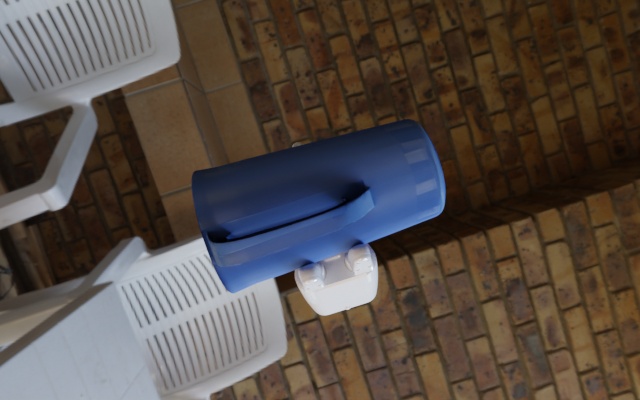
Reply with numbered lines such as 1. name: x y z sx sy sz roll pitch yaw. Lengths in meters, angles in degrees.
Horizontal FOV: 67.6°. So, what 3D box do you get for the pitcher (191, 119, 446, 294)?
1. pitcher: 0.000 0.002 0.492 0.243 0.149 0.145 -18 -34 -1
